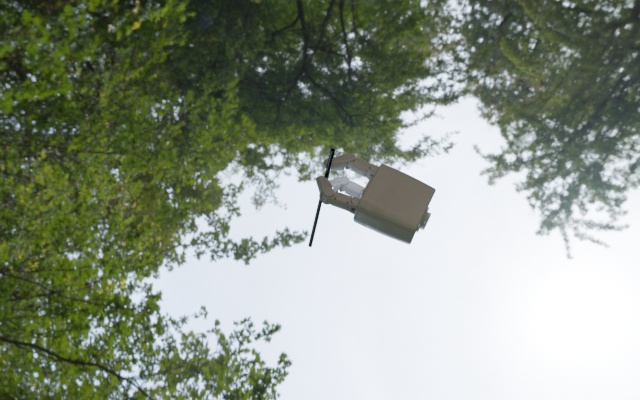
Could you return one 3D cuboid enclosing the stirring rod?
[{"bbox_3d":[0.000,0.003,0.885,0.011,0.240,0.011,7,41,-7],"label":"stirring rod"}]
